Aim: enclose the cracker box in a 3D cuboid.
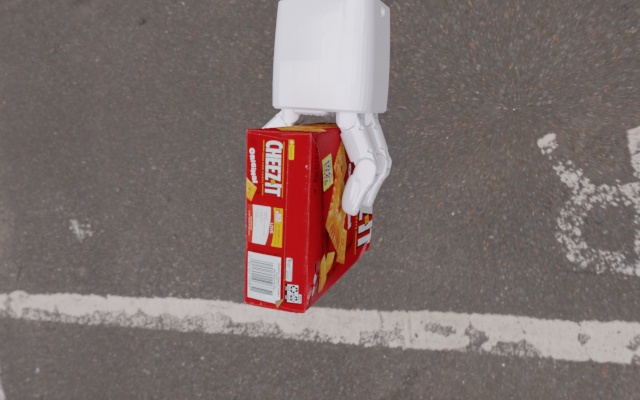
[{"bbox_3d":[0.000,0.002,0.509,0.072,0.164,0.213,7,13,21],"label":"cracker box"}]
